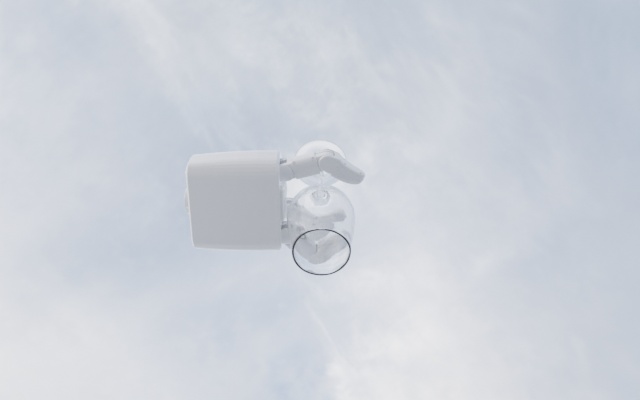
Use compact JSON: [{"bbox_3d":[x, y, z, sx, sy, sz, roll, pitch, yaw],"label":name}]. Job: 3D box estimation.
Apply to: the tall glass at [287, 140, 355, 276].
[{"bbox_3d":[0.000,0.001,0.576,0.079,0.079,0.201,0,32,-1],"label":"tall glass"}]
